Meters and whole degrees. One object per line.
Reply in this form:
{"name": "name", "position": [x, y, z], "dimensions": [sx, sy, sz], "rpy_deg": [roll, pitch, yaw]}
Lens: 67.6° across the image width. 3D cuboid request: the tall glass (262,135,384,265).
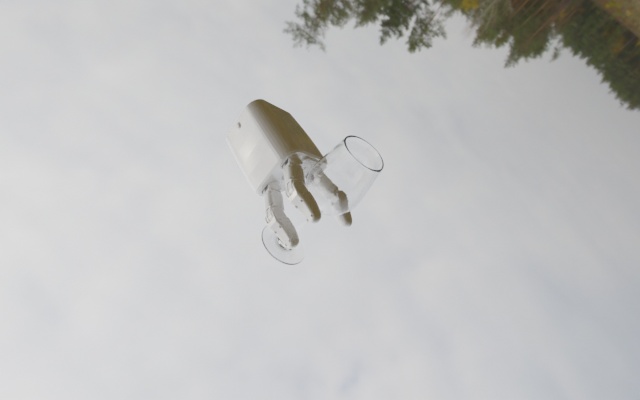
{"name": "tall glass", "position": [0.000, 0.003, 0.653], "dimensions": [0.079, 0.079, 0.201], "rpy_deg": [0, -38, -45]}
